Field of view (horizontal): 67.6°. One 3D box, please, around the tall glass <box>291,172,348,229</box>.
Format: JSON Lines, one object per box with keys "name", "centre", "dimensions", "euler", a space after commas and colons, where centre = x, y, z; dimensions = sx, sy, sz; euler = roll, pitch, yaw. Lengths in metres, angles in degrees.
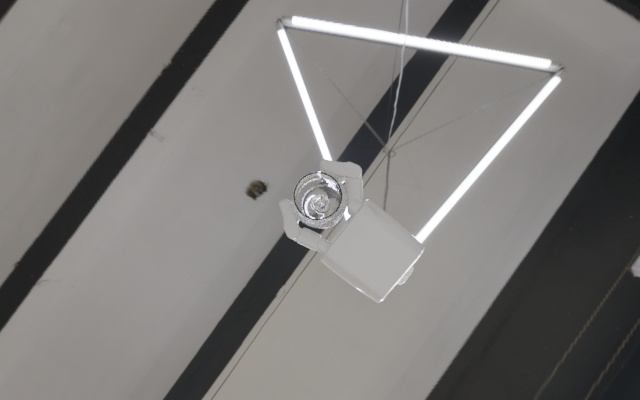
{"name": "tall glass", "centre": [0.000, 0.002, 0.701], "dimensions": [0.079, 0.079, 0.201], "euler": [0, -5, 2]}
